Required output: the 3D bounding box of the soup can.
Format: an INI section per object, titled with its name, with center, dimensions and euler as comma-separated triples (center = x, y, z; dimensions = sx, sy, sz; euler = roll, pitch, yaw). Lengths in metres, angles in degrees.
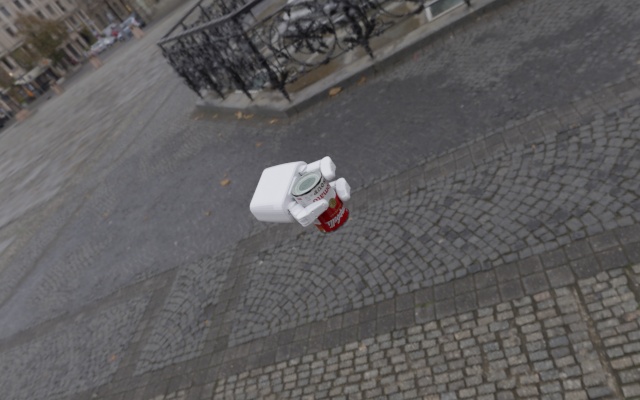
[soup can]
center = 0.000, 0.003, 0.882
dimensions = 0.068, 0.102, 0.068
euler = -27, 31, 17
